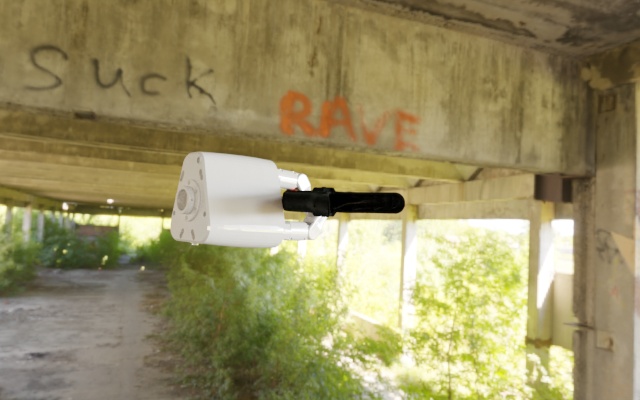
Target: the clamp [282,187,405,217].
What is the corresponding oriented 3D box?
[{"bbox_3d":[0.000,0.001,0.570,0.120,0.039,0.171,6,-5,-44],"label":"clamp"}]
